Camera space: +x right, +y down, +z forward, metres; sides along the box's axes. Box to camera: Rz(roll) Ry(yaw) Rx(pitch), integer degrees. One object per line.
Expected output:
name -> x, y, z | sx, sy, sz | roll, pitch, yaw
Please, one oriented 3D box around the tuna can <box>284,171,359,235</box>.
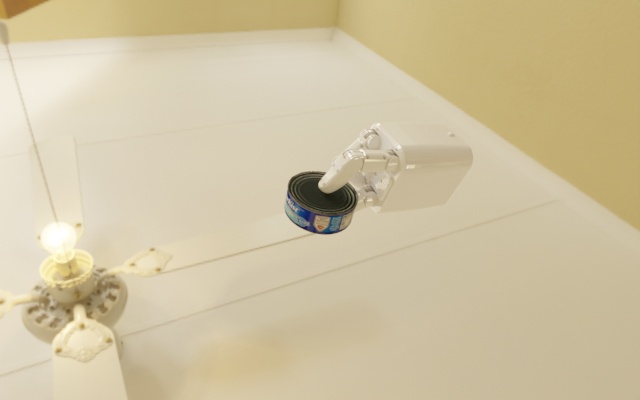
tuna can -> 0.000, 0.002, 0.573 | 0.086, 0.034, 0.086 | 10, 35, -7
